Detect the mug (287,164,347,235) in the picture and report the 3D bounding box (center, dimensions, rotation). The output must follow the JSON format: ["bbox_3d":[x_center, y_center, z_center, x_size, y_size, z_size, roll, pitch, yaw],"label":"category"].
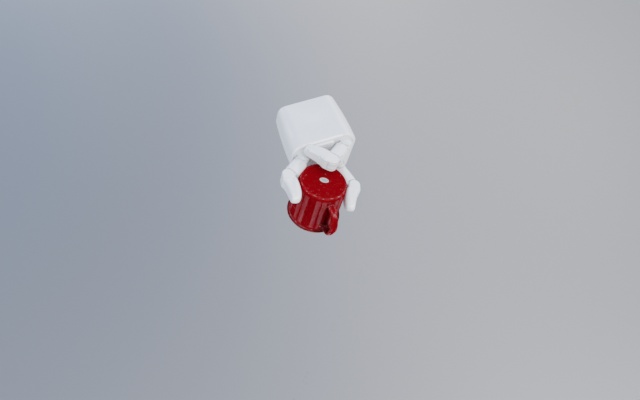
[{"bbox_3d":[0.001,0.004,0.791,0.093,0.117,0.082,-7,-36,-22],"label":"mug"}]
